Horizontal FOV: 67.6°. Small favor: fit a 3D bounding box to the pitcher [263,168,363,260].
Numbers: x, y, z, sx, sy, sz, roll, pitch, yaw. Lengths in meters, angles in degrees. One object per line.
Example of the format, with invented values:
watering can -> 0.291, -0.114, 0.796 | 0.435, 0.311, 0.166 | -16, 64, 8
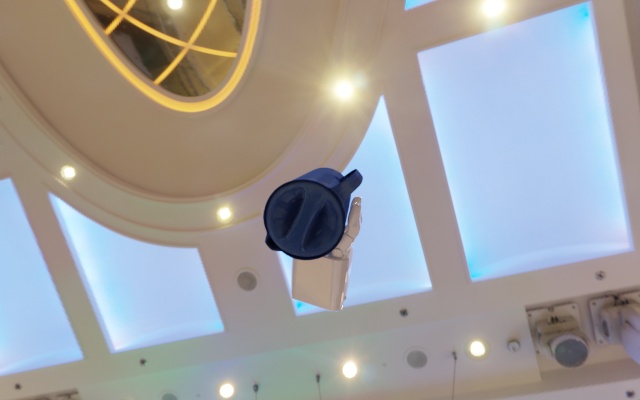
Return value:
pitcher -> 0.000, 0.003, 0.863 | 0.149, 0.145, 0.242 | 7, 13, 8
